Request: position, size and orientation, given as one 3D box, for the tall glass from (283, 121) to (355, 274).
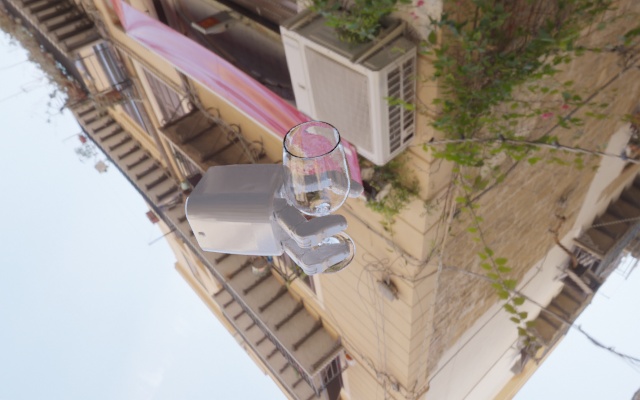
[{"bbox_3d":[0.000,0.002,0.578,0.079,0.079,0.201,0,-42,7],"label":"tall glass"}]
